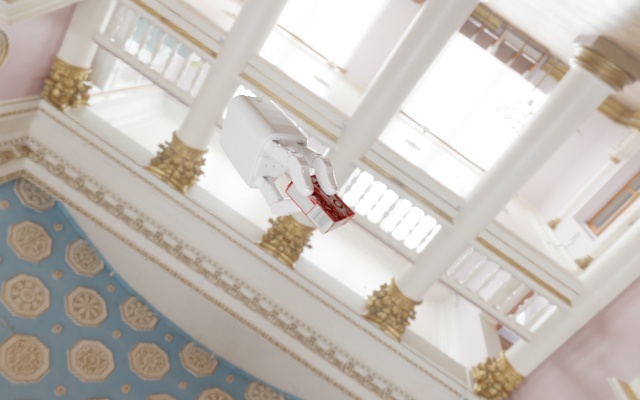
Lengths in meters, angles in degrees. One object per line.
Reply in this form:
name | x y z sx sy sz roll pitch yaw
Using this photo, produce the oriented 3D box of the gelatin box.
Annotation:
gelatin box | 0.000 0.003 0.702 0.030 0.089 0.073 -48 -14 25
